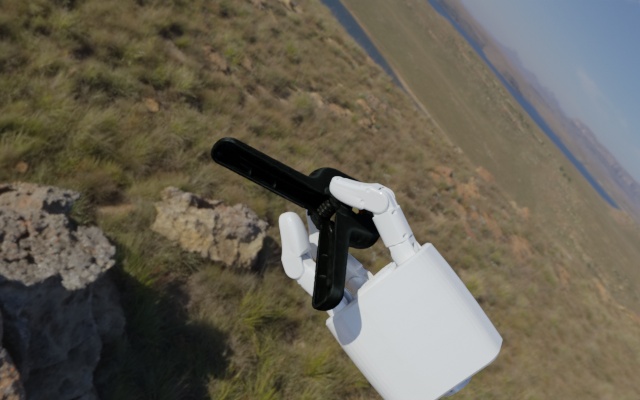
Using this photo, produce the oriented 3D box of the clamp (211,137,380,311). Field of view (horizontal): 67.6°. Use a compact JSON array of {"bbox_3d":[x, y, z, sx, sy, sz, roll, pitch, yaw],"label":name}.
[{"bbox_3d":[0.001,0.001,0.449,0.036,0.164,0.210,-43,-10,26],"label":"clamp"}]
